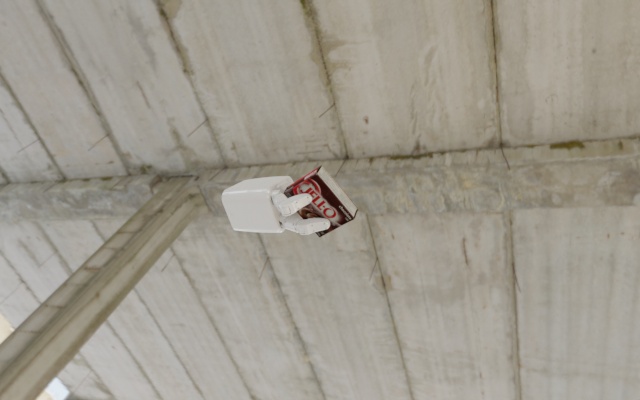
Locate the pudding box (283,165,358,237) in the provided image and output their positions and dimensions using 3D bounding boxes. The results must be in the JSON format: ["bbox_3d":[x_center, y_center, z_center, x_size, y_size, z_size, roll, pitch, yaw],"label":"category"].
[{"bbox_3d":[0.000,0.003,0.876,0.090,0.113,0.039,-30,20,35],"label":"pudding box"}]
